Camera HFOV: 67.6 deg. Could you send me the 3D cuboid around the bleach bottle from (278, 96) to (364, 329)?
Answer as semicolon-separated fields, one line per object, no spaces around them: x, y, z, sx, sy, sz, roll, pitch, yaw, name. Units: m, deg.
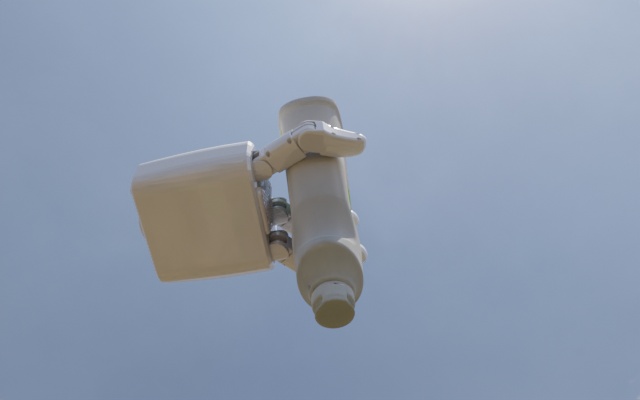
0.000;0.001;0.426;0.068;0.103;0.250;-10;34;2;bleach bottle
